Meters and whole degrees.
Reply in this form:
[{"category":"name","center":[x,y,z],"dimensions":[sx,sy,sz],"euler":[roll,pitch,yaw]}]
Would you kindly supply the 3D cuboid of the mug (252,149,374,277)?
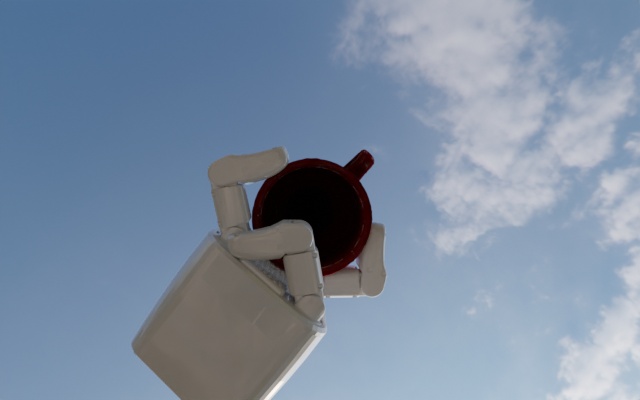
[{"category":"mug","center":[0.001,0.000,0.407],"dimensions":[0.093,0.117,0.081],"euler":[42,3,-6]}]
